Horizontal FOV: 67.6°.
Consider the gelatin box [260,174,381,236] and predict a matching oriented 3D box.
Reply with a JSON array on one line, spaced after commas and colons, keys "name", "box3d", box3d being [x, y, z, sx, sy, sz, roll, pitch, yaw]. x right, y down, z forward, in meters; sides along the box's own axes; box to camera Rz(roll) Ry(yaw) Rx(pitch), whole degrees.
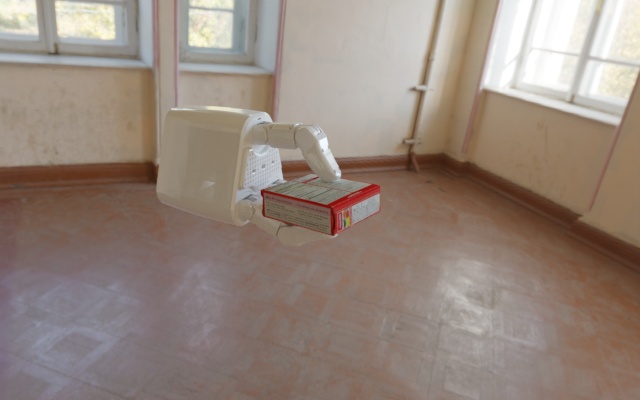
[{"name": "gelatin box", "box3d": [0.000, 0.001, 0.447, 0.089, 0.030, 0.073, 12, 23, 38]}]
